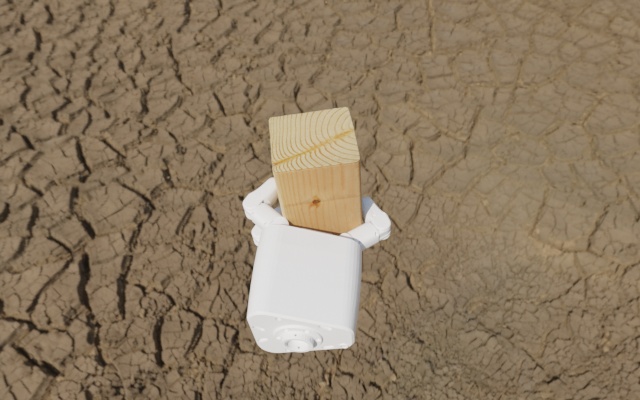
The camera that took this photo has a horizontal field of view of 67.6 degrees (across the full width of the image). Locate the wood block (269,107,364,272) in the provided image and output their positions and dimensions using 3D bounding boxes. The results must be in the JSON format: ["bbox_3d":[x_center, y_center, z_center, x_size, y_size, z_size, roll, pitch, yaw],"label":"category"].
[{"bbox_3d":[0.000,0.002,0.576,0.091,0.090,0.206,-8,-41,-1],"label":"wood block"}]
